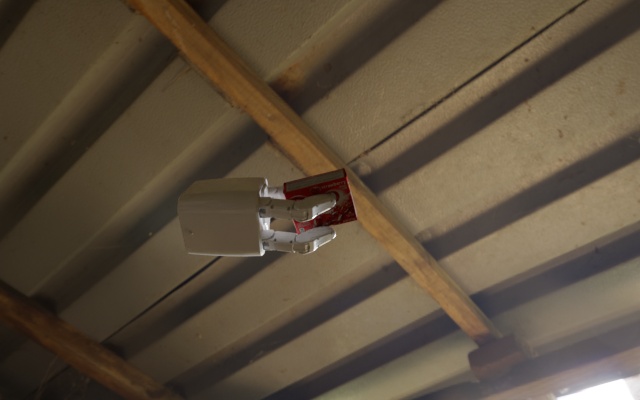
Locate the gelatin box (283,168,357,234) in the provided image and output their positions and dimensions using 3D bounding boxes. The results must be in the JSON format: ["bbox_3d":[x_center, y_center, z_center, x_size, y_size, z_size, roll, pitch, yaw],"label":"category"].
[{"bbox_3d":[0.000,0.002,0.660,0.089,0.073,0.030,-14,32,4],"label":"gelatin box"}]
